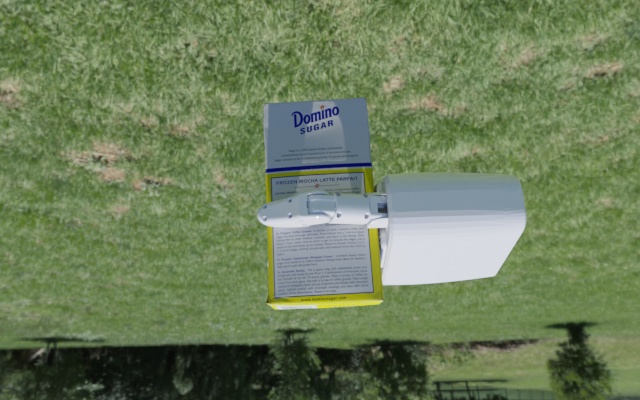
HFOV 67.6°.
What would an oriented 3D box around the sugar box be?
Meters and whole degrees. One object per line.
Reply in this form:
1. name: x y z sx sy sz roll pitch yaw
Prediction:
1. sugar box: 0.000 0.002 0.412 0.093 0.176 0.048 -3 -18 1
